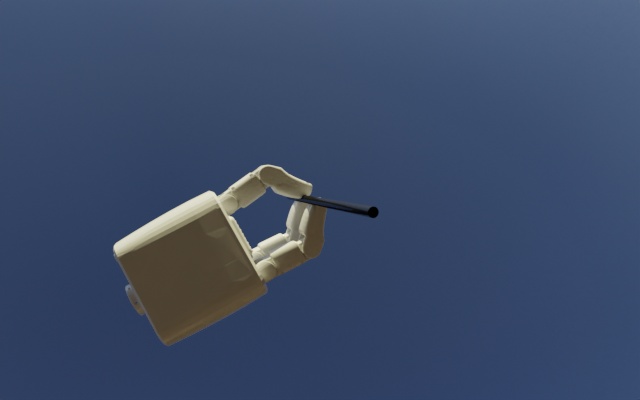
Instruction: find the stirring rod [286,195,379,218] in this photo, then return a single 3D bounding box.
[{"bbox_3d":[0.000,0.001,0.439,0.011,0.011,0.239,0,3,-17],"label":"stirring rod"}]
